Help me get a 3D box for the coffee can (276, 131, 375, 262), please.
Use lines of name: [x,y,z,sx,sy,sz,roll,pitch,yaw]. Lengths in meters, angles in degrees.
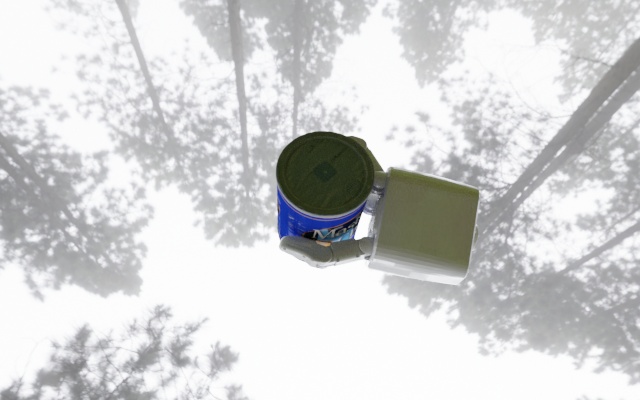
coffee can: [0.000,0.002,0.553,0.103,0.102,0.140,0,-27,-5]
